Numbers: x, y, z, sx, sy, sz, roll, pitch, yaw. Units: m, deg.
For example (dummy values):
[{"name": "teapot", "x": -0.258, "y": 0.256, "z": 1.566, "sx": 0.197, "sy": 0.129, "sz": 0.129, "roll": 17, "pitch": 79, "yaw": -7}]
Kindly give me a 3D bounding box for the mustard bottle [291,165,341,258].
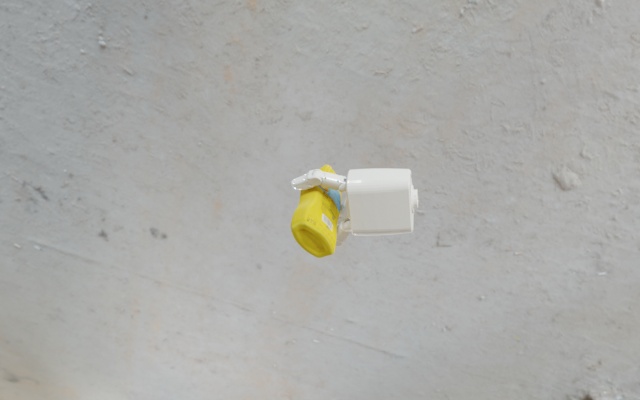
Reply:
[{"name": "mustard bottle", "x": 0.000, "y": 0.003, "z": 0.868, "sx": 0.058, "sy": 0.191, "sz": 0.096, "roll": -21, "pitch": -53, "yaw": 29}]
